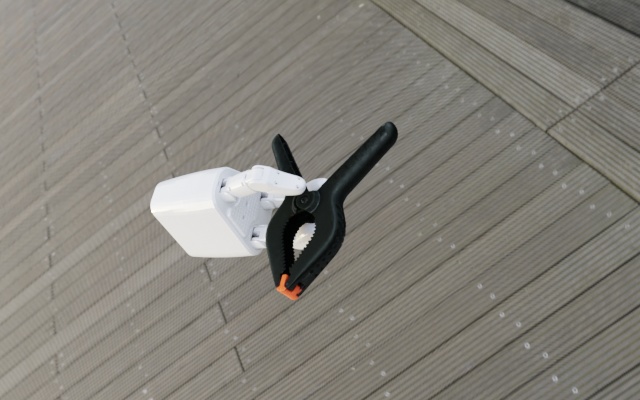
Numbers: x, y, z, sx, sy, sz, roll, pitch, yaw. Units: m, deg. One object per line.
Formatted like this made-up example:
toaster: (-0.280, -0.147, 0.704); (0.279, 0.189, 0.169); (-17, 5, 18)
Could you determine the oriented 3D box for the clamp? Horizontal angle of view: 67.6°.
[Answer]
clamp: (-0.001, 0.002, 0.516); (0.164, 0.210, 0.036); (-8, -33, 30)
